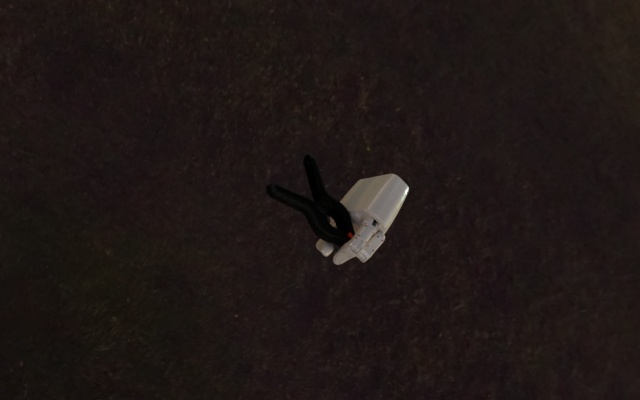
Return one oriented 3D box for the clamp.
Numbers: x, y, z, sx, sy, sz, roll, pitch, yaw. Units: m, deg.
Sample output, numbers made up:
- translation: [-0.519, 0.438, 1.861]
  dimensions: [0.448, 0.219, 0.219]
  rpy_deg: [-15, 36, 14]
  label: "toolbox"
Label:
- translation: [0.000, 0.003, 0.804]
  dimensions: [0.120, 0.171, 0.039]
  rpy_deg: [-53, 12, -34]
  label: "clamp"
